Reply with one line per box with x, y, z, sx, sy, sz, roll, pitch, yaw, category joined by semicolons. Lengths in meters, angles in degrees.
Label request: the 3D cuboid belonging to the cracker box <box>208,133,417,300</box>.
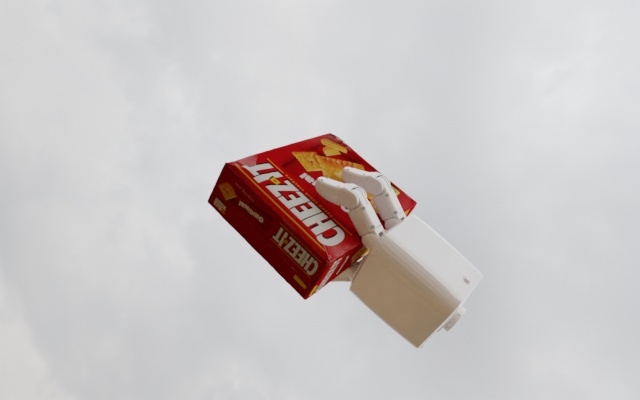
0.000;0.002;0.588;0.164;0.072;0.213;42;35;17;cracker box
